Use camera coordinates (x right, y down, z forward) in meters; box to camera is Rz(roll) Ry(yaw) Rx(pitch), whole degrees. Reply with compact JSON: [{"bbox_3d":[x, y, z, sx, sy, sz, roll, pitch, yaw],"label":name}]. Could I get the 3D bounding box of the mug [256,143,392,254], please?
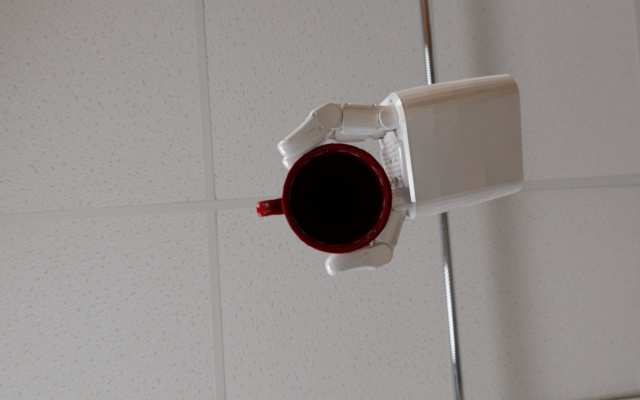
[{"bbox_3d":[-0.001,0.002,0.437,0.117,0.093,0.081,-10,-1,-4],"label":"mug"}]
